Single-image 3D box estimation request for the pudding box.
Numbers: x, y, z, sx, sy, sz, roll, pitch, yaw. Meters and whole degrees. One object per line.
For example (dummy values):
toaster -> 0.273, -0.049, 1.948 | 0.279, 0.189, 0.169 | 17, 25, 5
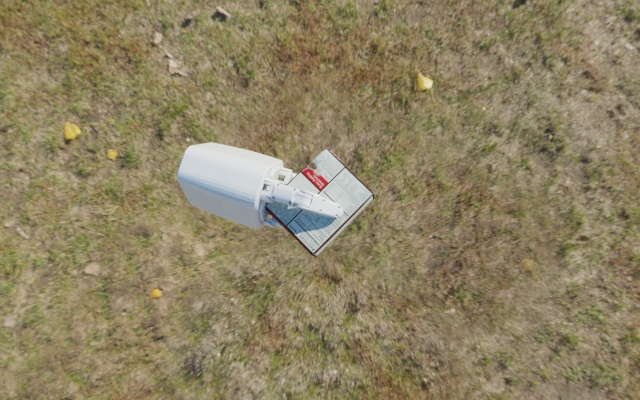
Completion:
pudding box -> 0.000, 0.002, 0.609 | 0.090, 0.113, 0.039 | 45, -2, 8
